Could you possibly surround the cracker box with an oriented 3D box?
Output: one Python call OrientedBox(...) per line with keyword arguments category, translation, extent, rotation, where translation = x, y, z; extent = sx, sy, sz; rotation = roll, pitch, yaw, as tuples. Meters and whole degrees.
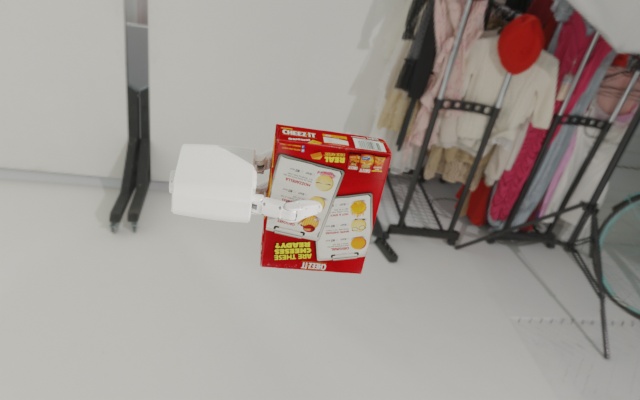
OrientedBox(category="cracker box", translation=(0.000, 0.002, 0.724), extent=(0.164, 0.214, 0.072), rotation=(6, 29, -9))
